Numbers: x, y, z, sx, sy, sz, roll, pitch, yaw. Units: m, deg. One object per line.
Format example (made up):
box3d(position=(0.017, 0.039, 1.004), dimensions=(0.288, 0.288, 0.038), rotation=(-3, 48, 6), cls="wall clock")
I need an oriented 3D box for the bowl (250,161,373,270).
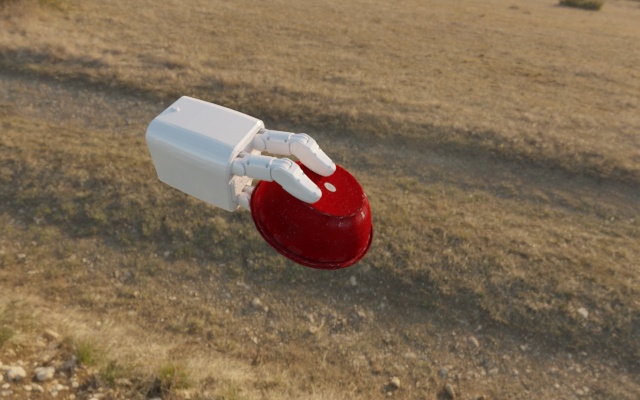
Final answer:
box3d(position=(0.001, 0.002, 0.575), dimensions=(0.162, 0.162, 0.055), rotation=(0, -41, -28), cls="bowl")
